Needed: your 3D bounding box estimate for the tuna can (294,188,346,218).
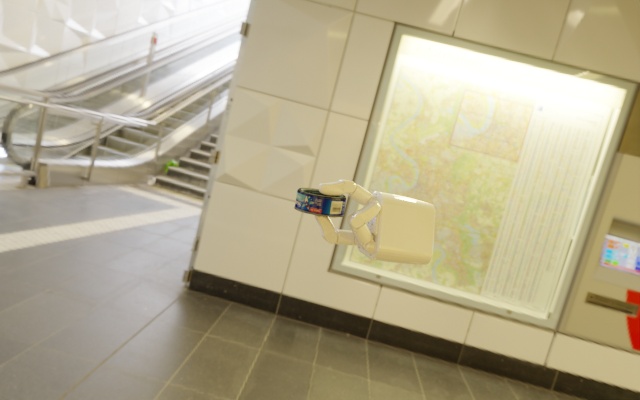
[{"bbox_3d":[0.000,0.002,0.807,0.086,0.034,0.086,9,8,-1],"label":"tuna can"}]
